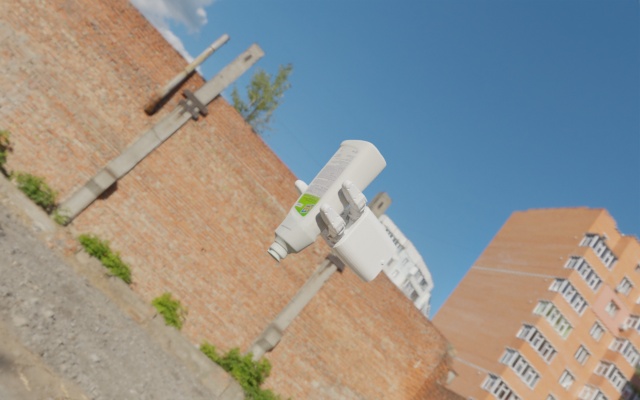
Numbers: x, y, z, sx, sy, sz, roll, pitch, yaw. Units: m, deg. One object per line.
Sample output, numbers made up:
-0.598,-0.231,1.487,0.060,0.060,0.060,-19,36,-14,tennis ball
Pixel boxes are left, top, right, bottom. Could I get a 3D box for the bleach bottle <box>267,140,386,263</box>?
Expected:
0.000,0.003,0.823,0.068,0.250,0.102,50,-17,-25,bleach bottle
